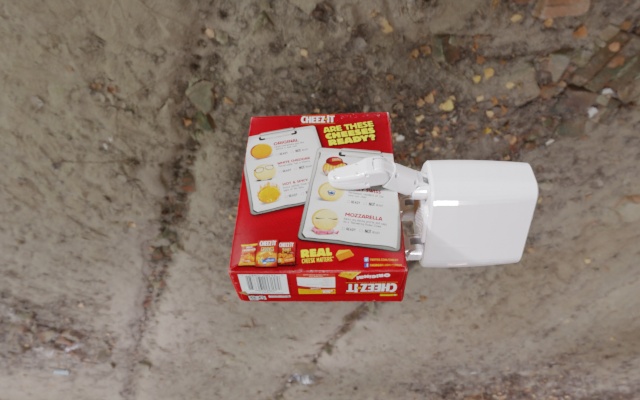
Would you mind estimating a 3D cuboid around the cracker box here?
[{"bbox_3d":[0.000,0.002,0.515,0.164,0.213,0.072,-1,-40,2],"label":"cracker box"}]
